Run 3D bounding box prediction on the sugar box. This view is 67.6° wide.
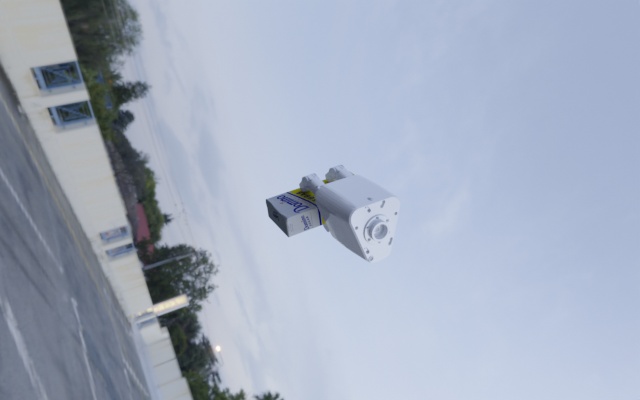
[{"bbox_3d":[0.000,0.002,0.857,0.176,0.048,0.093,-17,29,-23],"label":"sugar box"}]
